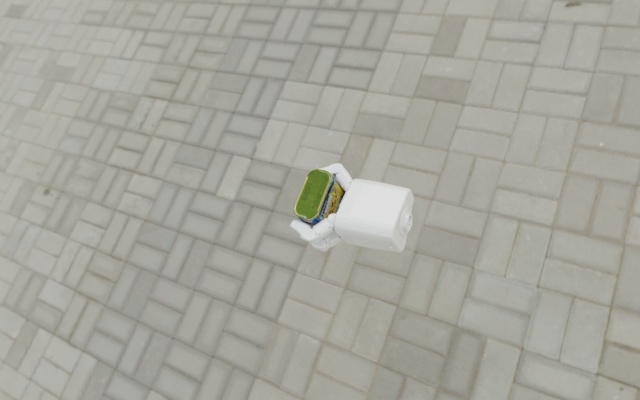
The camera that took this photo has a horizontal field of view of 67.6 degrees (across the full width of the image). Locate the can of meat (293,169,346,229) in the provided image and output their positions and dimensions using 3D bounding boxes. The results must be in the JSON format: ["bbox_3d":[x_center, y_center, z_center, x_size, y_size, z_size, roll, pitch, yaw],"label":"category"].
[{"bbox_3d":[0.000,0.003,0.872,0.057,0.102,0.084,14,-16,26],"label":"can of meat"}]
